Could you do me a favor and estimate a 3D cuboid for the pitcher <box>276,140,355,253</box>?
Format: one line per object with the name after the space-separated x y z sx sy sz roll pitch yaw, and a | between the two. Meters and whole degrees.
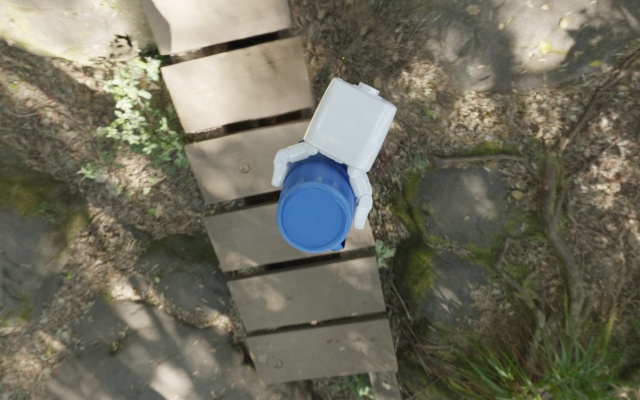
0.000 0.002 0.780 0.149 0.145 0.242 25 16 -5 | pitcher
